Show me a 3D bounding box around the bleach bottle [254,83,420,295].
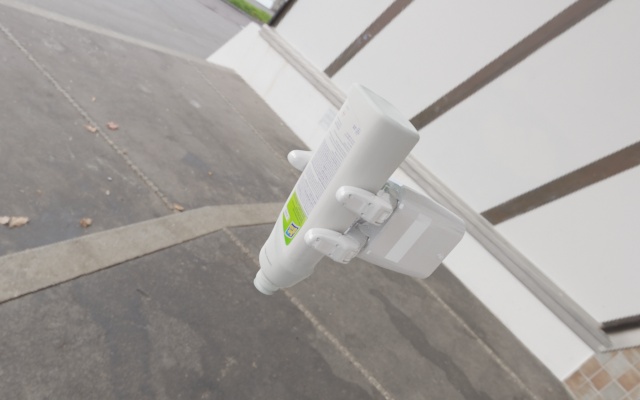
[{"bbox_3d":[0.000,0.002,0.527,0.068,0.251,0.102,25,24,-27],"label":"bleach bottle"}]
